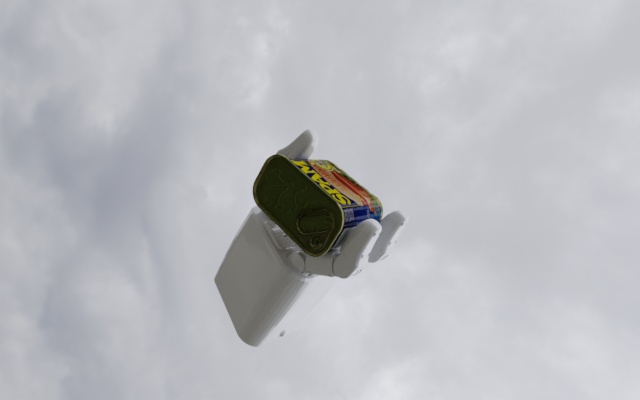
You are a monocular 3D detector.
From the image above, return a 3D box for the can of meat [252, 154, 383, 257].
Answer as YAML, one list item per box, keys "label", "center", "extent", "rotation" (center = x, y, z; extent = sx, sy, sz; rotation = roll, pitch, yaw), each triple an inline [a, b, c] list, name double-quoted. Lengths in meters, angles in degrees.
- label: "can of meat"
  center: [0.000, 0.001, 0.461]
  extent: [0.102, 0.057, 0.084]
  rotation: [41, 24, 25]
